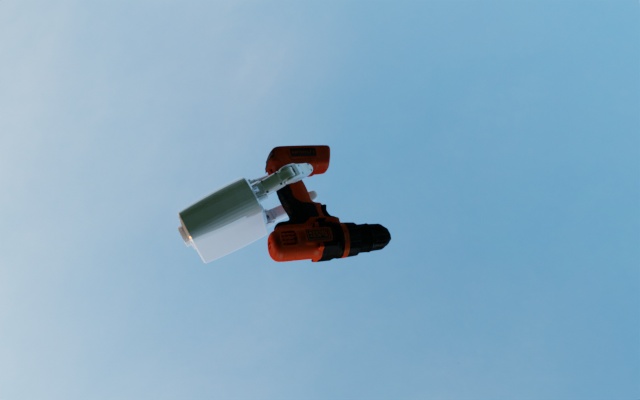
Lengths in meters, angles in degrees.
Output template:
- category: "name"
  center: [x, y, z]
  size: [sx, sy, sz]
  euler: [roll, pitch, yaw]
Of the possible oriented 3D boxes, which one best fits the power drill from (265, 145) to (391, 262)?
- category: "power drill"
  center: [0.000, 0.002, 0.717]
  size: [0.184, 0.187, 0.057]
  euler: [-3, -35, -21]
